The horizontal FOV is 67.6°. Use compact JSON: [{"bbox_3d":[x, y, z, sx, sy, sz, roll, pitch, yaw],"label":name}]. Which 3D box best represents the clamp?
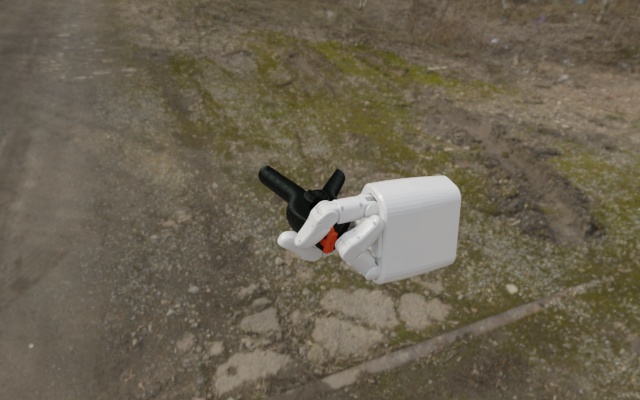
[{"bbox_3d":[0.000,0.002,0.605,0.120,0.039,0.171,-9,39,-21],"label":"clamp"}]
